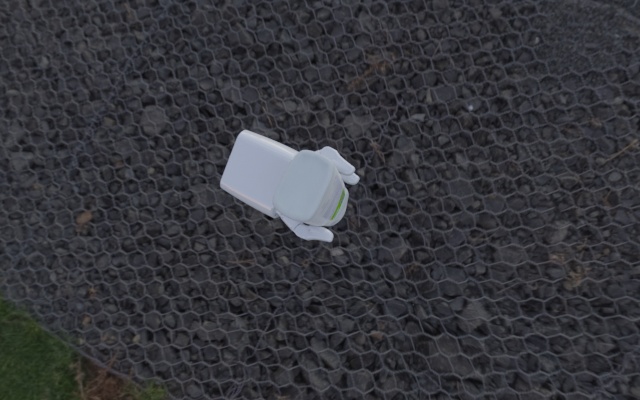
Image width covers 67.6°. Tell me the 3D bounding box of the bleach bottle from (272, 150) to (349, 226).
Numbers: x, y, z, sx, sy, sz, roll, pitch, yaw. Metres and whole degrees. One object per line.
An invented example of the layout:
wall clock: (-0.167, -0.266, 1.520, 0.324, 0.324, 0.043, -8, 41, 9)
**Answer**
bleach bottle: (0.000, 0.002, 0.767, 0.068, 0.102, 0.251, 25, -6, 15)
